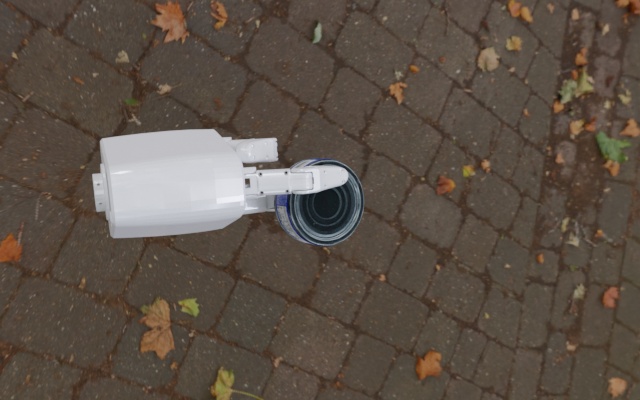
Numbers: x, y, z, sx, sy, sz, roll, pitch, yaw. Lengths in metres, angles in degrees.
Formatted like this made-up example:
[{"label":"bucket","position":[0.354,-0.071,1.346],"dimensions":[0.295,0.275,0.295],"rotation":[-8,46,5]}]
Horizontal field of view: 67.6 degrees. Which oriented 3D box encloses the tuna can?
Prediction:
[{"label":"tuna can","position":[0.000,0.002,0.469],"dimensions":[0.086,0.086,0.034],"rotation":[0,3,-29]}]
